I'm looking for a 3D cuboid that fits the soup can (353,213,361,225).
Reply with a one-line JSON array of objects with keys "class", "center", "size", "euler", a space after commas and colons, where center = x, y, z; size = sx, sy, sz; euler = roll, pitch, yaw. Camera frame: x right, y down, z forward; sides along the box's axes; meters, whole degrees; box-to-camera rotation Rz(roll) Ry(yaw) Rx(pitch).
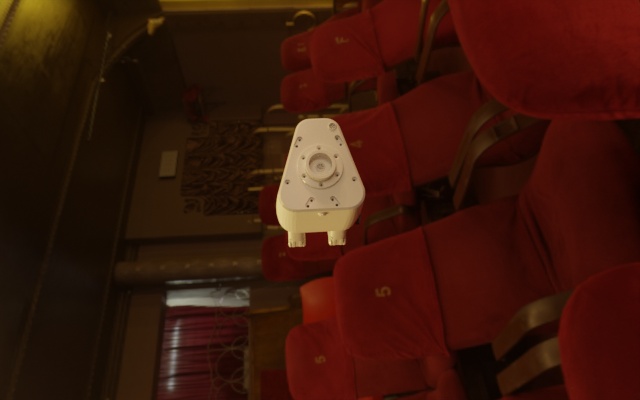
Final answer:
[{"class": "soup can", "center": [0.000, 0.002, 0.653], "size": [0.102, 0.068, 0.068], "euler": [-3, 0, -4]}]
